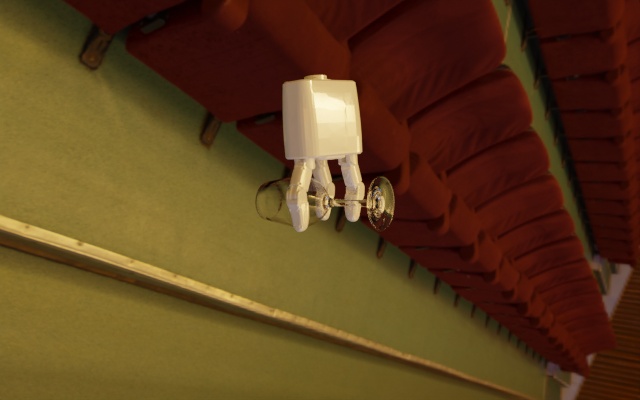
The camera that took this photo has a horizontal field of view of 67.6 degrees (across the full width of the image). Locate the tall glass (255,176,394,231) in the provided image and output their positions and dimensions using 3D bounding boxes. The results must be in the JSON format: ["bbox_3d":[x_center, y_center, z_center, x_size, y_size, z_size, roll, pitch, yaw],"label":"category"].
[{"bbox_3d":[0.001,0.002,0.692,0.201,0.079,0.079,1,0,35],"label":"tall glass"}]
